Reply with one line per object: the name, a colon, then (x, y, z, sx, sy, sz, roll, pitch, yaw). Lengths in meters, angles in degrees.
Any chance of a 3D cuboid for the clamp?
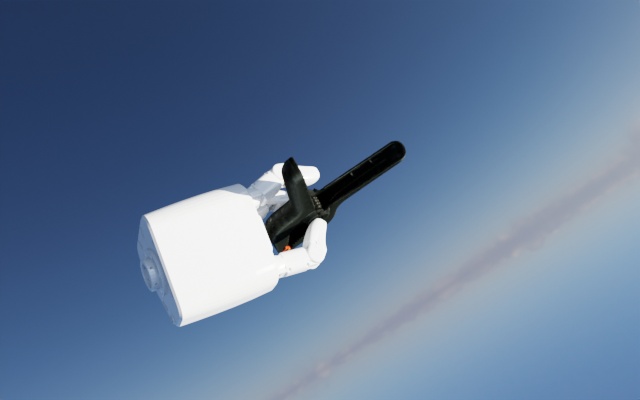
clamp: (0.000, 0.003, 0.564, 0.164, 0.036, 0.210, -16, -24, -32)
